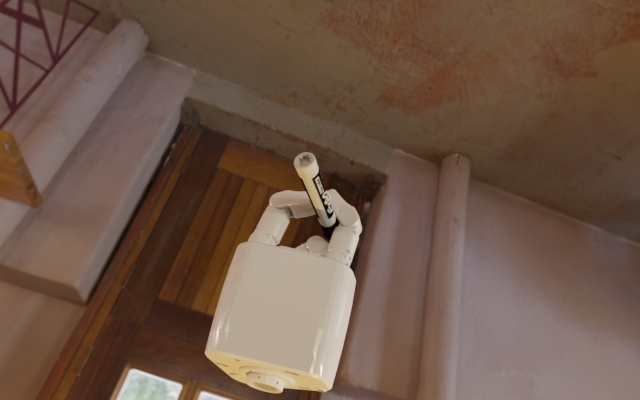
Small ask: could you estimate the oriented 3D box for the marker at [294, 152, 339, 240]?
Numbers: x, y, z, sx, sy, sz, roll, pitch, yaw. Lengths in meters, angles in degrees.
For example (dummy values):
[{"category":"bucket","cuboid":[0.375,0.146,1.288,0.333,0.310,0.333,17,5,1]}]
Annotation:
[{"category":"marker","cuboid":[0.000,0.001,0.451,0.020,0.020,0.121,0,-36,16]}]
